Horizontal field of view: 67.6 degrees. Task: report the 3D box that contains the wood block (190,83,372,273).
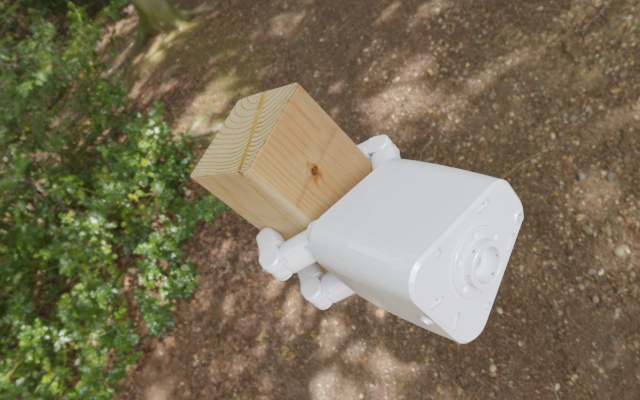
[{"bbox_3d":[0.000,0.001,0.443,0.090,0.090,0.206,-1,-35,48],"label":"wood block"}]
